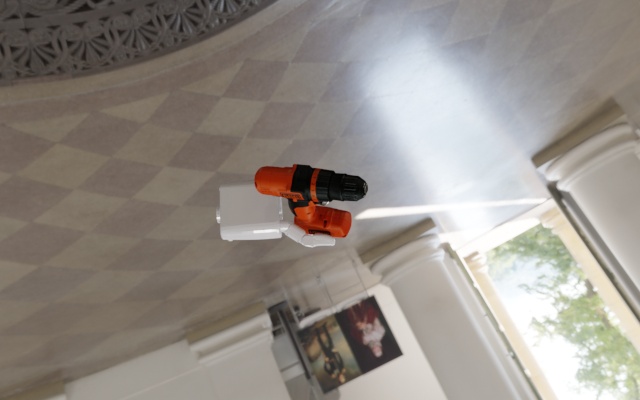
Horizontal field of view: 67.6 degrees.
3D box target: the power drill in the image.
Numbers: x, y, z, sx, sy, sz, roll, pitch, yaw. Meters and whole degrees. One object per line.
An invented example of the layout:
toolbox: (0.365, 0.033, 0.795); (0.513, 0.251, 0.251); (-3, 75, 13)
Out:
power drill: (0.000, 0.003, 0.808); (0.184, 0.057, 0.188); (8, -25, 19)
